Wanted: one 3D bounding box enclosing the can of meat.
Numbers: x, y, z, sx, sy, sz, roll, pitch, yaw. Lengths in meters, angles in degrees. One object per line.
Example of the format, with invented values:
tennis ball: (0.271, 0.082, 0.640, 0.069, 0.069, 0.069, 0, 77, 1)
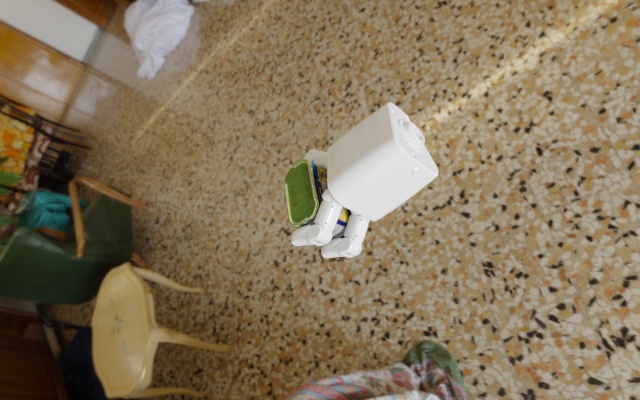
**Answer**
can of meat: (0.000, 0.002, 0.656, 0.057, 0.102, 0.084, -34, -41, 30)
